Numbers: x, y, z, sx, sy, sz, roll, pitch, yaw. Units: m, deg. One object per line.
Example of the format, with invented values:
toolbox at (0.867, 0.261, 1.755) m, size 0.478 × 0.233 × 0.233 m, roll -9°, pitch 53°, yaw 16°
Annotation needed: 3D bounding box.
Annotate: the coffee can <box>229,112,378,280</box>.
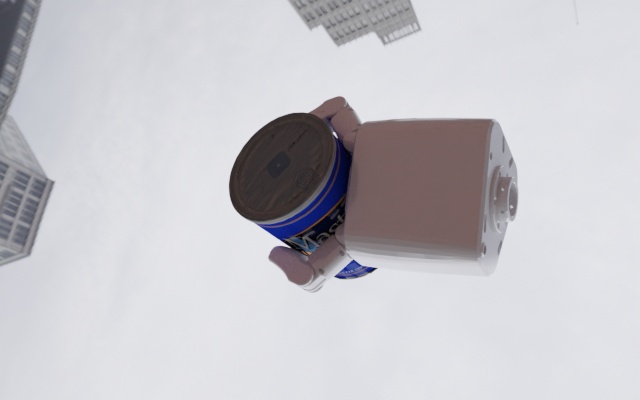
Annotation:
coffee can at (0.000, 0.001, 0.439) m, size 0.103 × 0.102 × 0.140 m, roll 0°, pitch -26°, yaw 34°
